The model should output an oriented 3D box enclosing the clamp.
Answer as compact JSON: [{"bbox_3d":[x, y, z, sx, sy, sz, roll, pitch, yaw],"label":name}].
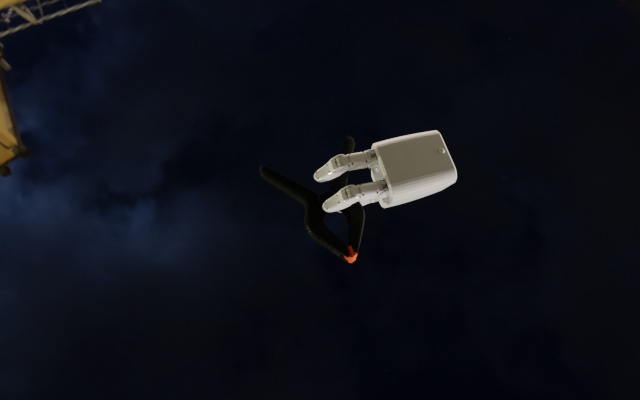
[{"bbox_3d":[0.001,0.003,0.752,0.164,0.210,0.036,-15,-25,-4],"label":"clamp"}]
